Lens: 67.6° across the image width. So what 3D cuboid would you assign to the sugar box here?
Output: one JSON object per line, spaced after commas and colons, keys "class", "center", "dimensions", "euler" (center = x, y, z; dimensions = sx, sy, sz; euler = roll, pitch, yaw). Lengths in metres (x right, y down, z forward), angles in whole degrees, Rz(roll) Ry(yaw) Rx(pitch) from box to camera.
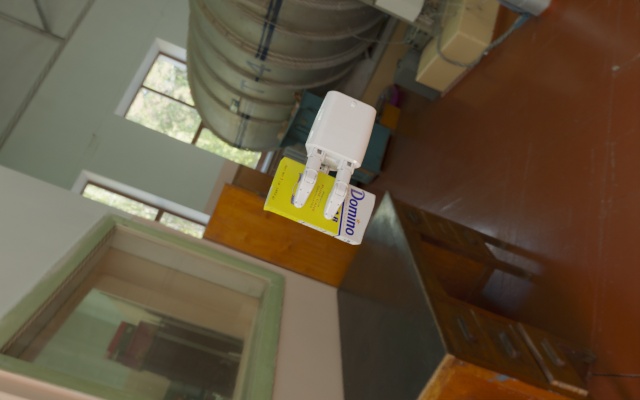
{"class": "sugar box", "center": [0.000, 0.002, 0.819], "dimensions": [0.176, 0.093, 0.048], "euler": [21, -11, -9]}
